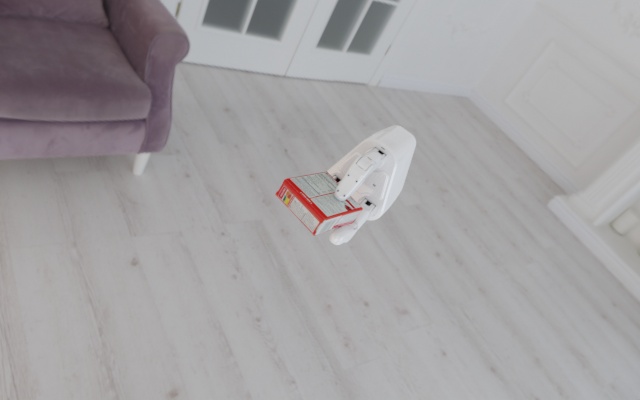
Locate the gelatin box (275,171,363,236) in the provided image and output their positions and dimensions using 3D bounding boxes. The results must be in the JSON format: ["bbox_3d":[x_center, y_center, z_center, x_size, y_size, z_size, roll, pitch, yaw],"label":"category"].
[{"bbox_3d":[0.000,0.002,0.588,0.073,0.030,0.089,46,31,21],"label":"gelatin box"}]
